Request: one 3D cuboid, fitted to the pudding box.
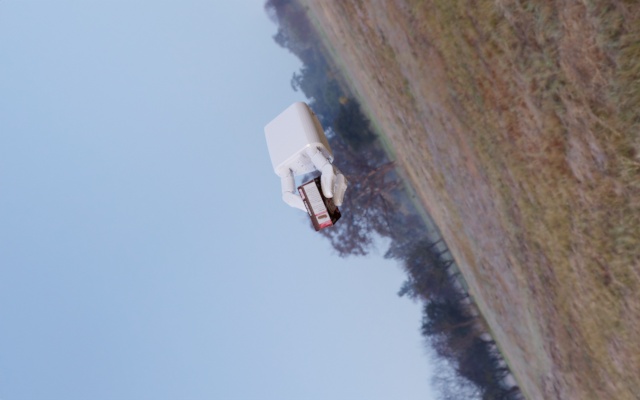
[{"bbox_3d":[0.000,0.003,0.878,0.039,0.090,0.113,-23,3,14],"label":"pudding box"}]
